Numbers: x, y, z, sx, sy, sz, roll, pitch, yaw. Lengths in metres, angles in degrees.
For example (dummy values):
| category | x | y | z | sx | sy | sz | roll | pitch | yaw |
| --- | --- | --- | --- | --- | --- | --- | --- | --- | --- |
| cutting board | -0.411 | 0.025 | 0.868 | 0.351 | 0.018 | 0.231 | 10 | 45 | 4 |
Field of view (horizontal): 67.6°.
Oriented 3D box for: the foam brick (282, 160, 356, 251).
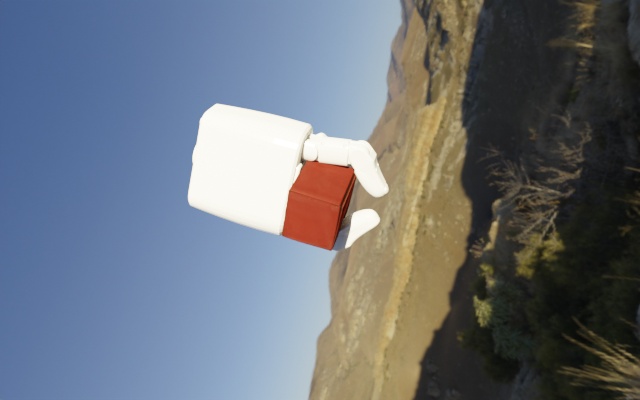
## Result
| category | x | y | z | sx | sy | sz | roll | pitch | yaw |
| --- | --- | --- | --- | --- | --- | --- | --- | --- | --- |
| foam brick | 0.000 | 0.002 | 0.463 | 0.051 | 0.053 | 0.078 | 16 | 32 | 6 |
